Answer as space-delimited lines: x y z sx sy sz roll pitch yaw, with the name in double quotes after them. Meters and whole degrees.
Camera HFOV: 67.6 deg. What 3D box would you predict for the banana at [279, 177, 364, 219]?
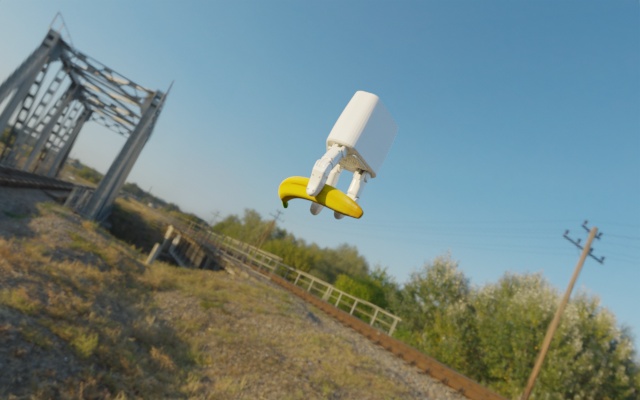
-0.012 -0.009 0.799 0.198 0.037 0.070 9 -31 48 "banana"
